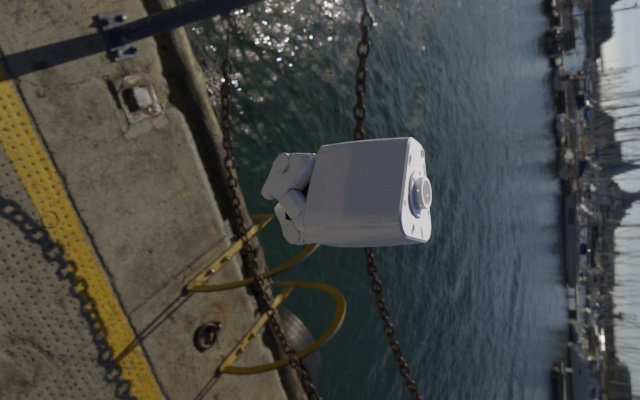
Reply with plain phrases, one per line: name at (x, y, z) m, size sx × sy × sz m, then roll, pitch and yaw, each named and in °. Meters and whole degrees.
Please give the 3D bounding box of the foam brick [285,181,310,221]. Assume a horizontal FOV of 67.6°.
foam brick at (0.000, 0.002, 0.577) m, size 0.051 × 0.053 × 0.078 m, roll -5°, pitch -11°, yaw 30°
